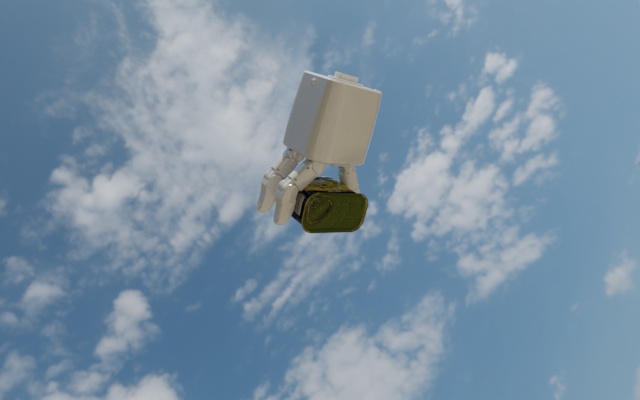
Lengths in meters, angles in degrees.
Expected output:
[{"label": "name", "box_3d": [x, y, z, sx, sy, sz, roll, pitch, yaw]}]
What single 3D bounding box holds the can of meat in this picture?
[{"label": "can of meat", "box_3d": [0.000, 0.002, 0.668, 0.102, 0.057, 0.084, 0, 21, -34]}]
